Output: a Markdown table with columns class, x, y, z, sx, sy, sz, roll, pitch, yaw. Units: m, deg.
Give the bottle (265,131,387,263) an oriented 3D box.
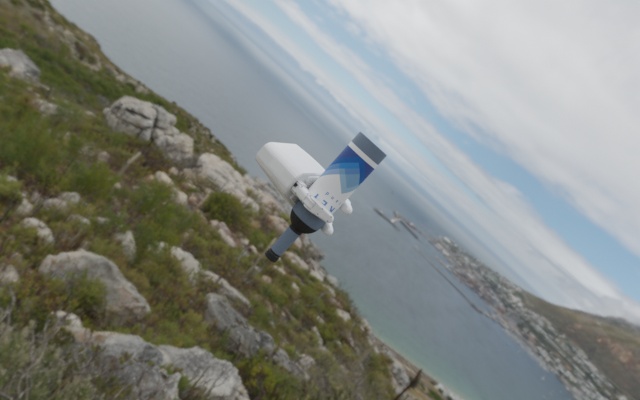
| class | x | y | z | sx | sy | sz | roll | pitch | yaw |
| --- | --- | --- | --- | --- | --- | --- | --- | --- | --- |
| bottle | 0.000 | 0.003 | 0.898 | 0.069 | 0.296 | 0.069 | 41 | 10 | -8 |
